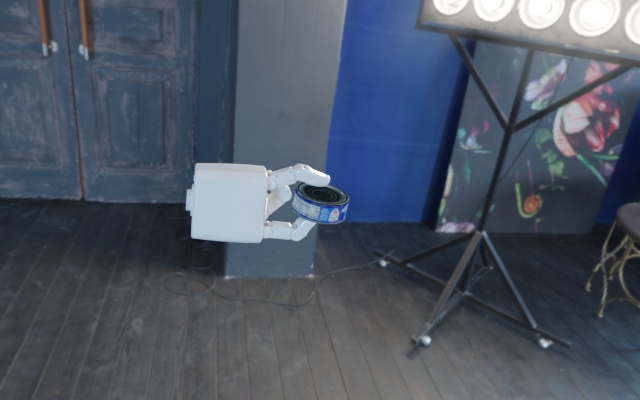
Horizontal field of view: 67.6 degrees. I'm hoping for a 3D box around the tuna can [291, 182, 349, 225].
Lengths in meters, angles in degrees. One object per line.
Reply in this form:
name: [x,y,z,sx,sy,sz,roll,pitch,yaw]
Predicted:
tuna can: [0.000,0.002,0.736,0.086,0.034,0.086,11,24,-5]
